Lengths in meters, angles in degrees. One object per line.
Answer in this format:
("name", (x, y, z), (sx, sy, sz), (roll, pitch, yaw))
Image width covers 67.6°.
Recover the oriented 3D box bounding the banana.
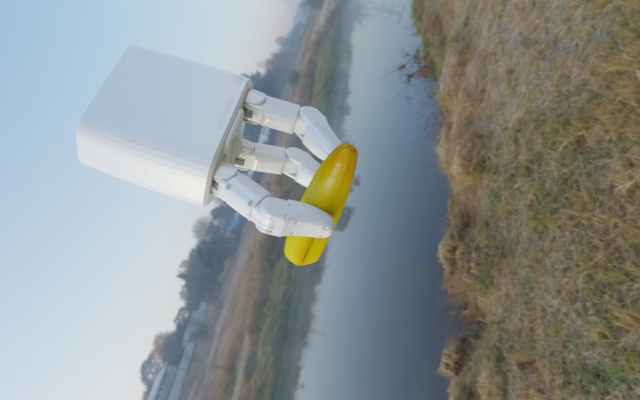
("banana", (-0.006, 0.019, 0.436), (0.037, 0.069, 0.198), (20, -24, -1))
